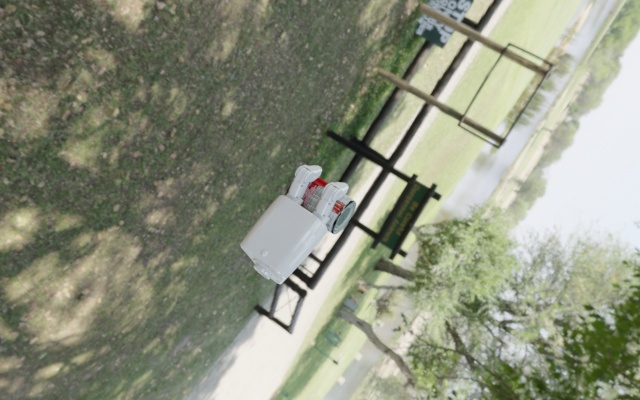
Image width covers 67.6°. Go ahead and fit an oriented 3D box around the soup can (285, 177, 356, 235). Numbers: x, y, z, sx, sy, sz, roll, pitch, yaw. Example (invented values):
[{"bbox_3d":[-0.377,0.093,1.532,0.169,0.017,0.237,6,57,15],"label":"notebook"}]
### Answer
[{"bbox_3d":[0.001,0.002,0.800,0.102,0.068,0.068,34,12,18],"label":"soup can"}]
